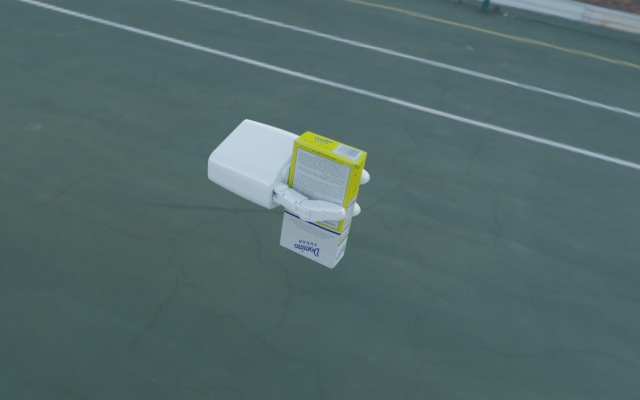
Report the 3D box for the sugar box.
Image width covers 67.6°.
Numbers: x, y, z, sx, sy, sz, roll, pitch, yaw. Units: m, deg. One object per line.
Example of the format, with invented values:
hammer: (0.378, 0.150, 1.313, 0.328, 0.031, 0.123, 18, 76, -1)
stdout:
sugar box: (0.000, 0.002, 0.669, 0.093, 0.176, 0.048, 23, 37, 18)
